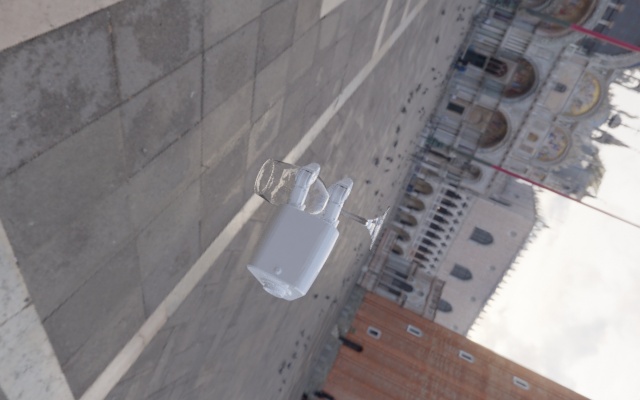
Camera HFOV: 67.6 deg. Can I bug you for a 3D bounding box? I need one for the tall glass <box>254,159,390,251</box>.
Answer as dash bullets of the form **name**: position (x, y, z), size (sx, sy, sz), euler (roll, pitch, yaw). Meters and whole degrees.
- **tall glass**: position (0.001, 0.003, 0.737), size (0.201, 0.079, 0.079), euler (25, 4, 9)
